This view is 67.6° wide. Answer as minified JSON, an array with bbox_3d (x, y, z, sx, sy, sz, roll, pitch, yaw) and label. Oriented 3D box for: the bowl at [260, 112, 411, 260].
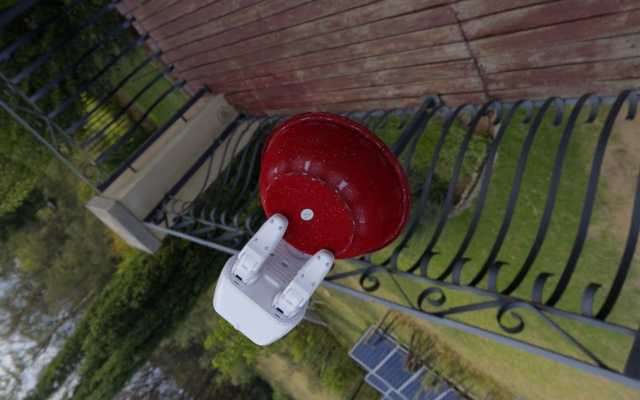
[{"bbox_3d":[0.000,0.001,0.452,0.162,0.162,0.055,0,31,30],"label":"bowl"}]
